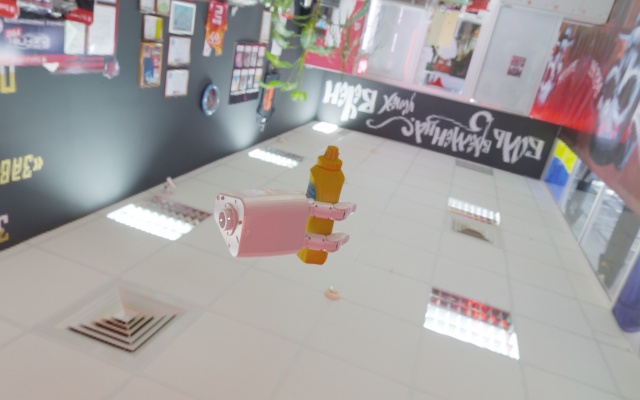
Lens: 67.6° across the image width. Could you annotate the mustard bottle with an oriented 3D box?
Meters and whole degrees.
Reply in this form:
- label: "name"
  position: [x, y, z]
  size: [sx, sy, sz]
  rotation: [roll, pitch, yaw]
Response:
- label: "mustard bottle"
  position: [0.000, 0.003, 0.788]
  size: [0.058, 0.192, 0.096]
  rotation: [8, 20, -11]
